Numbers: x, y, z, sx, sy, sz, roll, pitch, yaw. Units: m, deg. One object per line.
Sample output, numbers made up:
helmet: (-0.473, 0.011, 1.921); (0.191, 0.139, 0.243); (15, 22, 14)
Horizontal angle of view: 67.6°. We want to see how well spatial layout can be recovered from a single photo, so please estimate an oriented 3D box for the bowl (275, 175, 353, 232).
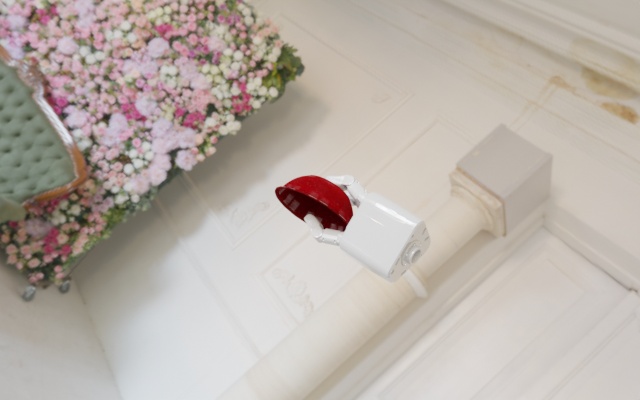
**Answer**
bowl: (-0.001, 0.002, 0.857); (0.162, 0.055, 0.162); (27, -19, 10)
